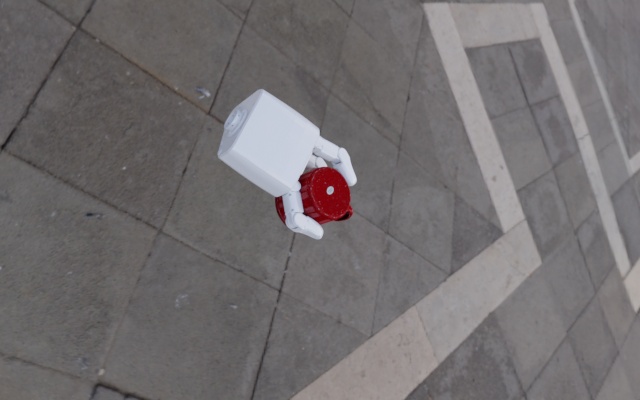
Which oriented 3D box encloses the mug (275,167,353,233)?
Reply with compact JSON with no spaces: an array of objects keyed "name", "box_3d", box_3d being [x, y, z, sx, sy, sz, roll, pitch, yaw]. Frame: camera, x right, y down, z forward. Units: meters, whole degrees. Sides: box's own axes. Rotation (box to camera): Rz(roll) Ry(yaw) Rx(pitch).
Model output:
[{"name":"mug","box_3d":[0.001,0.003,0.733,0.117,0.093,0.081,31,-31,-29]}]
